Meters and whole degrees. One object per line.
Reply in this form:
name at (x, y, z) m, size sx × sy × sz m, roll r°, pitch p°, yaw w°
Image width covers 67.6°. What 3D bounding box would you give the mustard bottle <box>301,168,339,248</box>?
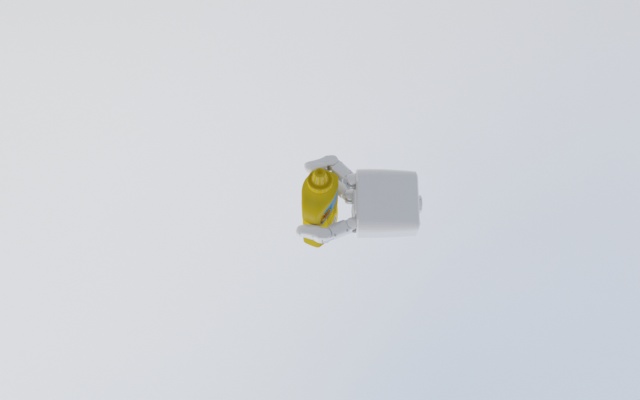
mustard bottle at (0.000, 0.003, 0.828) m, size 0.058 × 0.096 × 0.192 m, roll 22°, pitch -27°, yaw 11°
